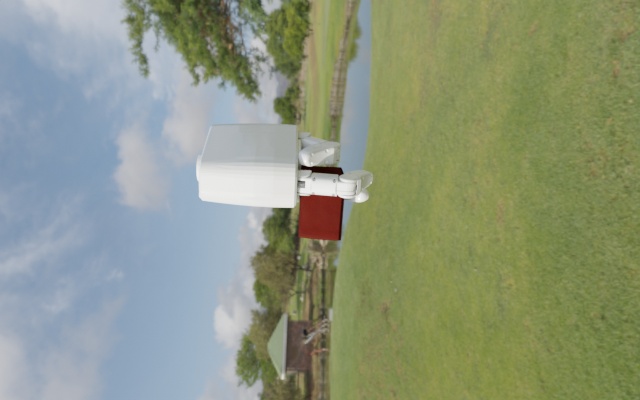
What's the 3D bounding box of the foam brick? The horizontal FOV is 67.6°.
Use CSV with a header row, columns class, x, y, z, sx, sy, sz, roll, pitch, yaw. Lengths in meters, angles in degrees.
class,x,y,z,sx,sy,sz,roll,pitch,yaw
foam brick,0.000,0.002,0.574,0.051,0.078,0.053,2,20,-4
